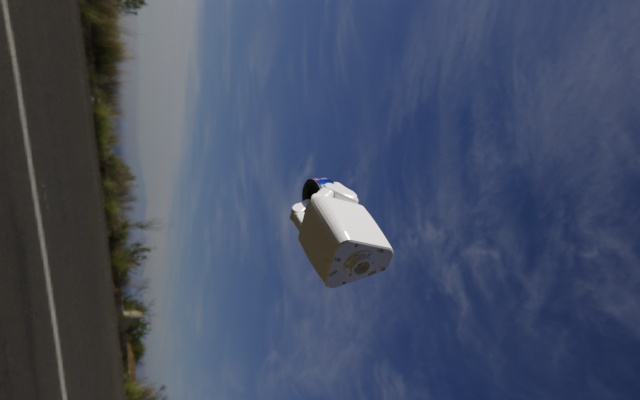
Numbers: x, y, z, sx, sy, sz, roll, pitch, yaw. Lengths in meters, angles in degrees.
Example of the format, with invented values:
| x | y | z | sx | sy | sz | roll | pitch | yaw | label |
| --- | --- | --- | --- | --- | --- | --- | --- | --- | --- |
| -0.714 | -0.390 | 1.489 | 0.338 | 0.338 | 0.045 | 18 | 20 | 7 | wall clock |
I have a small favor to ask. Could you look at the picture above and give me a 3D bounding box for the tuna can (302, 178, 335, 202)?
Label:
| x | y | z | sx | sy | sz | roll | pitch | yaw | label |
| --- | --- | --- | --- | --- | --- | --- | --- | --- | --- |
| 0.001 | 0.003 | 0.842 | 0.034 | 0.086 | 0.086 | -7 | 3 | -26 | tuna can |
